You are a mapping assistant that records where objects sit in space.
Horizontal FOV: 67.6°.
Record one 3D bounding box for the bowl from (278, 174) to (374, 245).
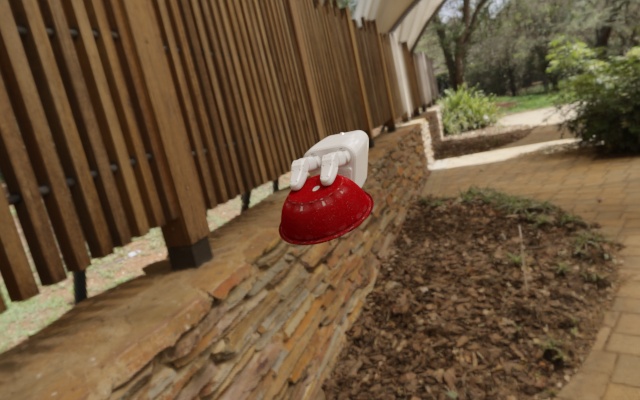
[{"bbox_3d":[0.000,0.003,0.759,0.162,0.055,0.162,-17,27,9],"label":"bowl"}]
